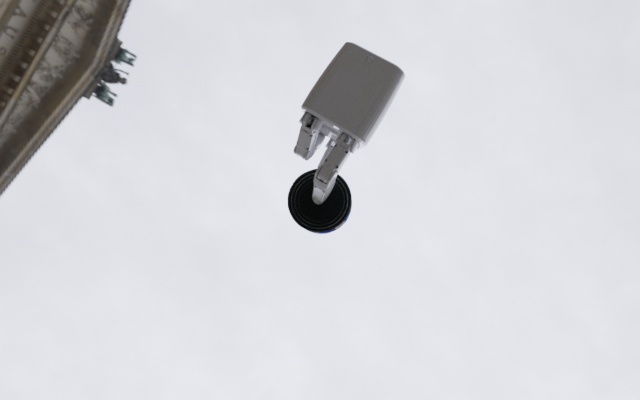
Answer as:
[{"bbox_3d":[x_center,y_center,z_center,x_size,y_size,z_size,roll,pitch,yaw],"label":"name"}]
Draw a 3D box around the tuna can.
[{"bbox_3d":[0.000,0.002,0.646,0.086,0.086,0.034,0,-9,6],"label":"tuna can"}]
